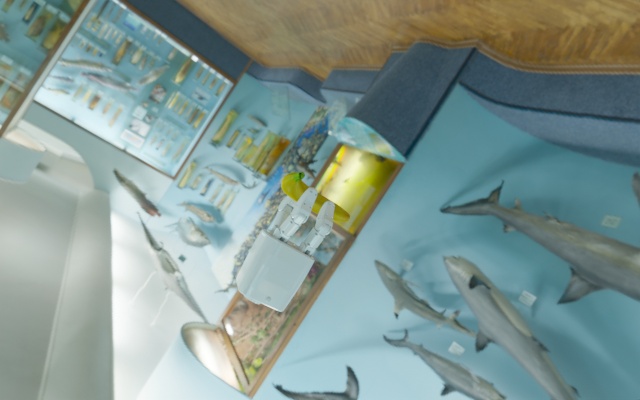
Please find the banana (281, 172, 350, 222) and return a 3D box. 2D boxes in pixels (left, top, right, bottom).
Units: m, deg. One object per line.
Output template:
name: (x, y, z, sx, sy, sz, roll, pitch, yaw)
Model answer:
banana: (-0.016, -0.004, 0.847, 0.069, 0.037, 0.198, 22, -9, 34)
